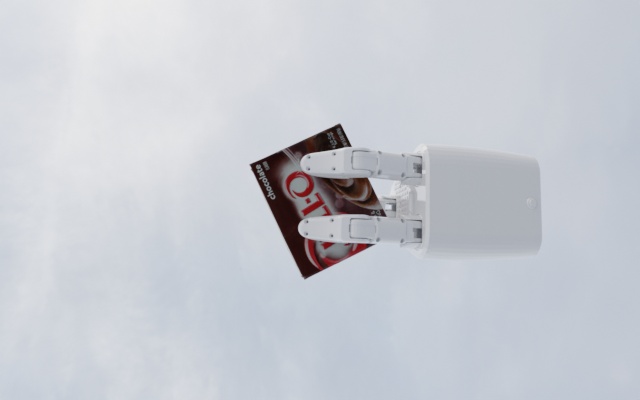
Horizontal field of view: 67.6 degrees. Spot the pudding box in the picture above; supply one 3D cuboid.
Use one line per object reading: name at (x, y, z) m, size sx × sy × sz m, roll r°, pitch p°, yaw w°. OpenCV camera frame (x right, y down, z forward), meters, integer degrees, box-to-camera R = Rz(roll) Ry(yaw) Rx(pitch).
pudding box at (0.000, 0.001, 0.428) m, size 0.090 × 0.113 × 0.039 m, roll -26°, pitch -4°, yaw -10°
